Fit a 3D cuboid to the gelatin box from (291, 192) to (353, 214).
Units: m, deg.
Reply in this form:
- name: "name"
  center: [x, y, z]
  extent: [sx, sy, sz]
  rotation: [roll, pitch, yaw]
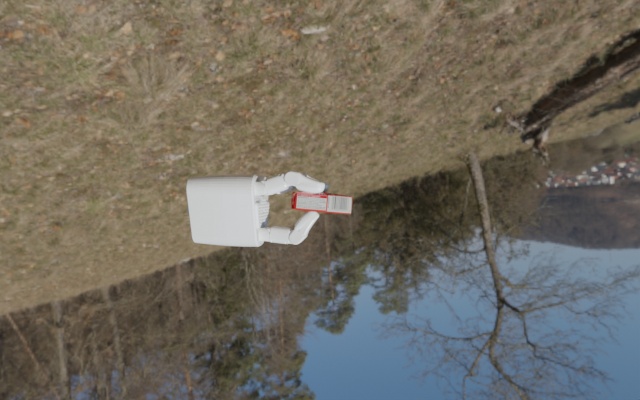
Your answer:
- name: "gelatin box"
  center: [0.000, 0.003, 0.742]
  extent: [0.089, 0.030, 0.073]
  rotation: [5, 0, -6]
